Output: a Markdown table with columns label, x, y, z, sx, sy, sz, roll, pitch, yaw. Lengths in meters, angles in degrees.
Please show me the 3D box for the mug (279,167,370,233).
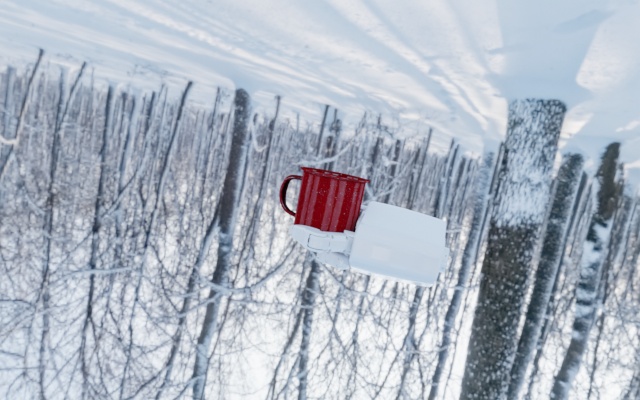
| label | x | y | z | sx | sy | sz | roll | pitch | yaw |
| --- | --- | --- | --- | --- | --- | --- | --- | --- | --- |
| mug | -0.001 | 0.002 | 0.625 | 0.117 | 0.081 | 0.093 | 13 | 7 | 14 |
